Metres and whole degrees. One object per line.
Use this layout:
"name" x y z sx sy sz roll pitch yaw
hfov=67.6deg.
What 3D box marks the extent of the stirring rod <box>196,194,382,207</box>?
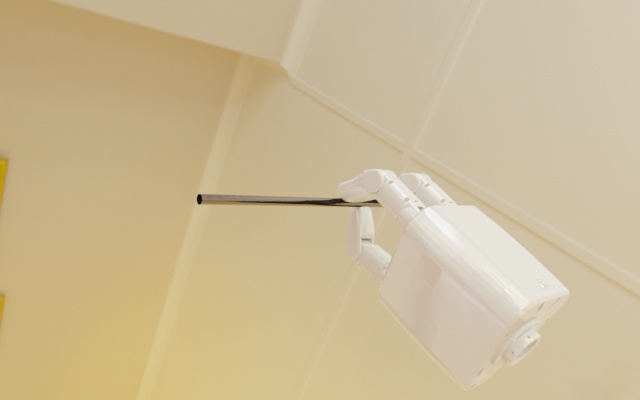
"stirring rod" 0.000 0.001 0.425 0.239 0.011 0.011 1 -1 -44
